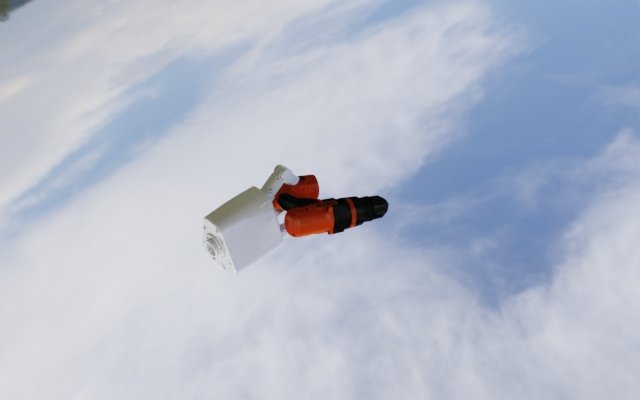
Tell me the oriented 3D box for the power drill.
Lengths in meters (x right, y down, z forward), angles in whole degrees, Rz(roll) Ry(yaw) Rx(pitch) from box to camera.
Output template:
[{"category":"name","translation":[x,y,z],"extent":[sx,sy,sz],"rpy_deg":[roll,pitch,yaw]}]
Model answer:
[{"category":"power drill","translation":[0.000,0.003,0.834],"extent":[0.184,0.057,0.187],"rpy_deg":[-9,19,-25]}]
